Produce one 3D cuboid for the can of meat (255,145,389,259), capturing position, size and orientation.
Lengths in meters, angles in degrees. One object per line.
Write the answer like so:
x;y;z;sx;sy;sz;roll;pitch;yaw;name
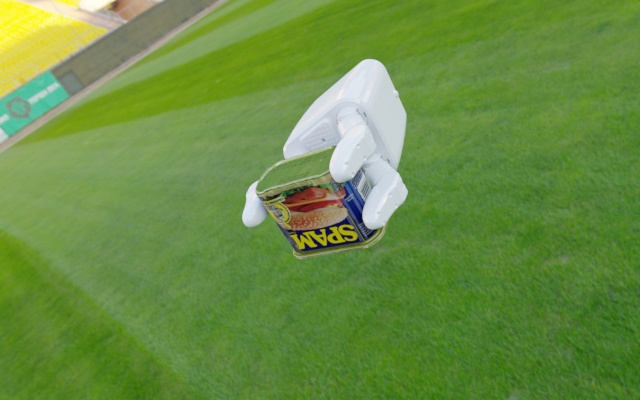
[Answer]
0.000;0.001;0.447;0.102;0.084;0.057;-13;32;33;can of meat
